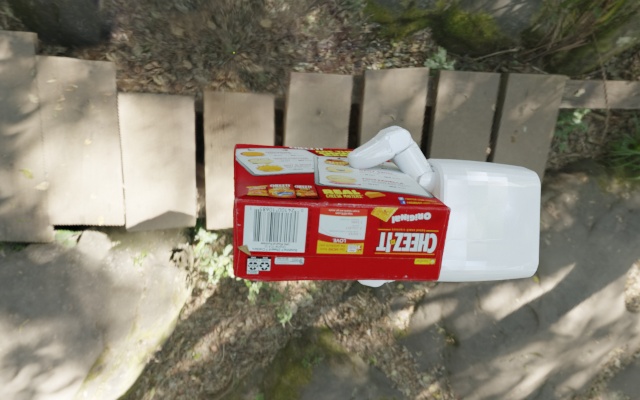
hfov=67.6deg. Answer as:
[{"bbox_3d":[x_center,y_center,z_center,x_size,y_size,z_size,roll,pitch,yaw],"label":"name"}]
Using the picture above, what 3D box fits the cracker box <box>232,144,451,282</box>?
[{"bbox_3d":[0.000,0.001,0.451,0.164,0.072,0.213,2,17,-10],"label":"cracker box"}]
